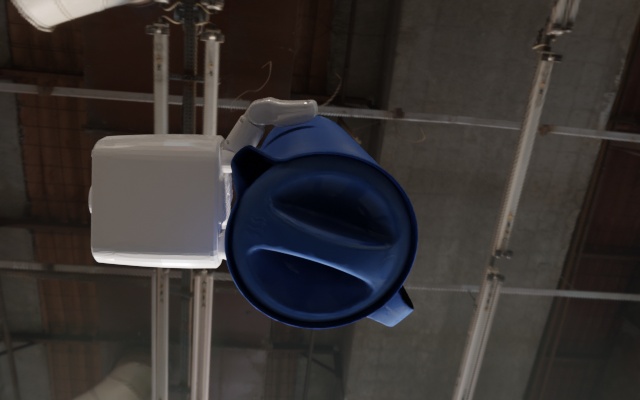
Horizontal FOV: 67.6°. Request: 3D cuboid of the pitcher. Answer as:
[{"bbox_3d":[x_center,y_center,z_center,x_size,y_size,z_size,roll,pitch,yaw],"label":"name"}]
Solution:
[{"bbox_3d":[0.000,0.001,0.435,0.145,0.149,0.242,1,19,-4],"label":"pitcher"}]
